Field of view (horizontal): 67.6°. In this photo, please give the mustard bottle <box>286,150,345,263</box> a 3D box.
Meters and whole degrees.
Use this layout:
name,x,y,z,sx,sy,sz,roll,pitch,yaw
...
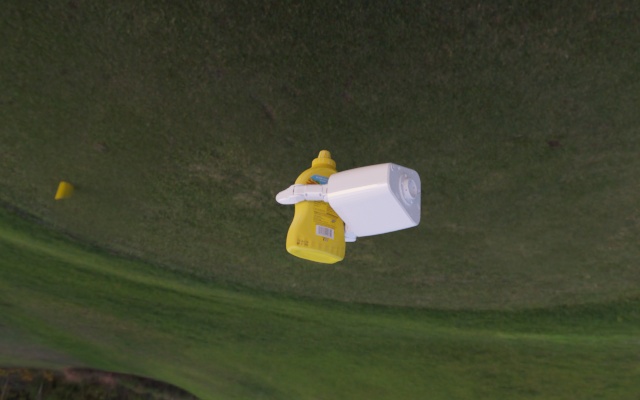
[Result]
name,x,y,z,sx,sy,sz,roll,pitch,yaw
mustard bottle,0.000,0.003,0.800,0.096,0.191,0.058,17,-26,-25
